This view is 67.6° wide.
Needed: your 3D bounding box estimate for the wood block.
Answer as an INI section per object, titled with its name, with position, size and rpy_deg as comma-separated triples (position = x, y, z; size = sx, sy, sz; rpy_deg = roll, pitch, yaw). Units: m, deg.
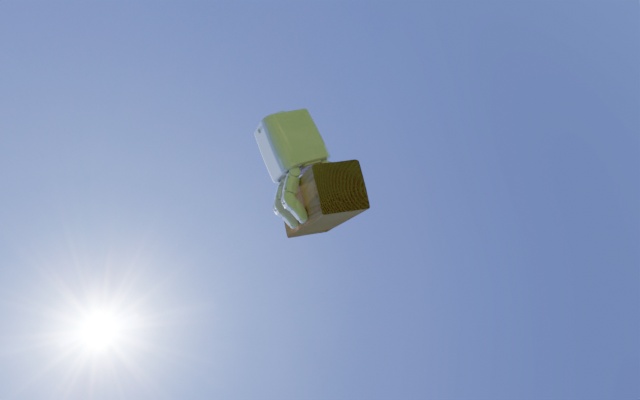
[wood block]
position = 0.000, 0.003, 0.887
size = 0.091, 0.090, 0.206
rpy_deg = -9, -11, -22
